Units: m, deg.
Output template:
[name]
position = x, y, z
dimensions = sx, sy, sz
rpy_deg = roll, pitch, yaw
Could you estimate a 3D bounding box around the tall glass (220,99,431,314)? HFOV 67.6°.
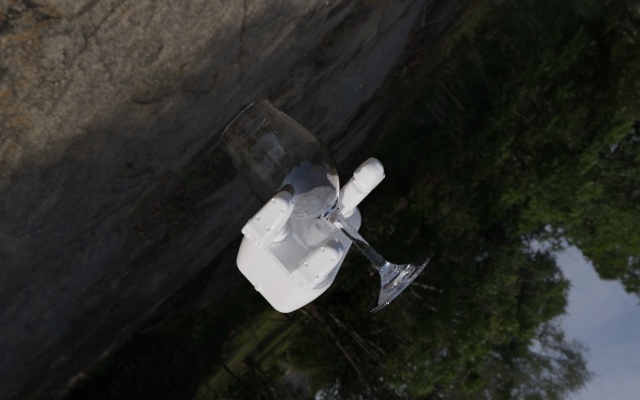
[tall glass]
position = 0.001, 0.002, 0.425
dimensions = 0.079, 0.201, 0.079
rpy_deg = -43, -5, -5
